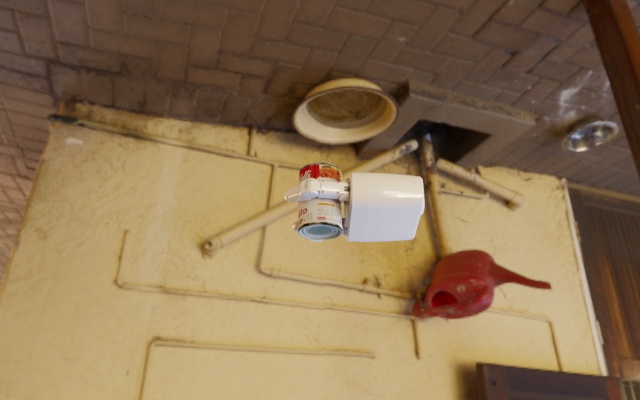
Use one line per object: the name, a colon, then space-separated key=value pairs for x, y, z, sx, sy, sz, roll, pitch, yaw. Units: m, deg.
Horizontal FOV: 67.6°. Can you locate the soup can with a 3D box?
soup can: x=0.000 y=0.003 z=0.728 sx=0.068 sy=0.102 sz=0.068 roll=0 pitch=-25 yaw=0
